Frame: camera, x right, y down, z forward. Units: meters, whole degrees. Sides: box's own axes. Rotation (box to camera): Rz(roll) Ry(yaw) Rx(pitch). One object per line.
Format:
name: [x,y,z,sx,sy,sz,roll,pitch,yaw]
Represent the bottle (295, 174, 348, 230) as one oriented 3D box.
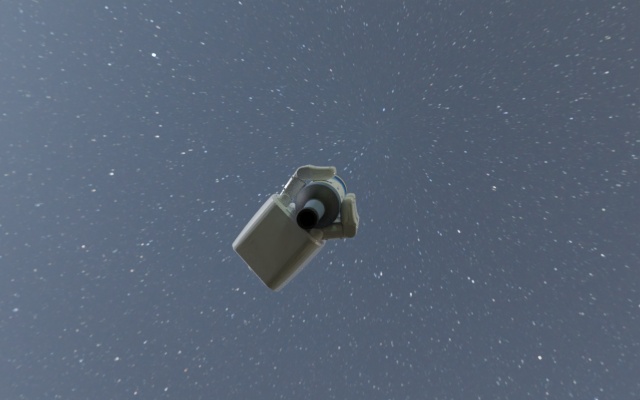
bottle: [0.000,0.002,0.731,0.069,0.069,0.295,0,8,7]
